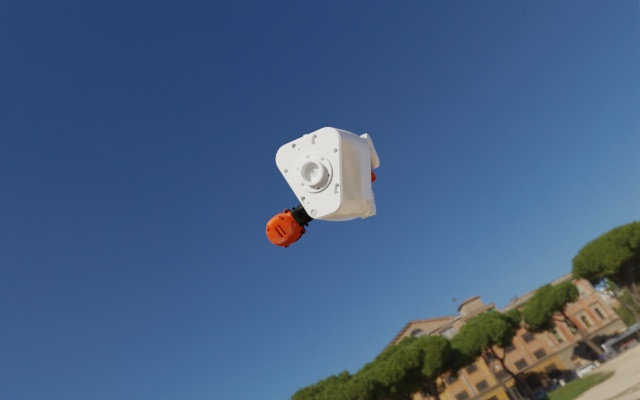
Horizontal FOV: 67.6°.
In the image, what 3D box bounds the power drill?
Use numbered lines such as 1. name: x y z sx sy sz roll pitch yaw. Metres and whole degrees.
1. power drill: 0.000 0.002 0.768 0.187 0.057 0.184 -40 0 3
